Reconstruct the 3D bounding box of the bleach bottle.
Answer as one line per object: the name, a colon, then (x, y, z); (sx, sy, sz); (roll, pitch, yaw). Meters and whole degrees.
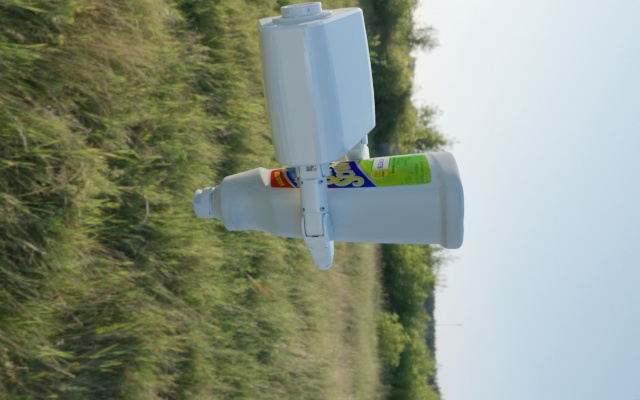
bleach bottle: (0.000, 0.001, 0.451); (0.251, 0.068, 0.102); (-3, 27, 10)
